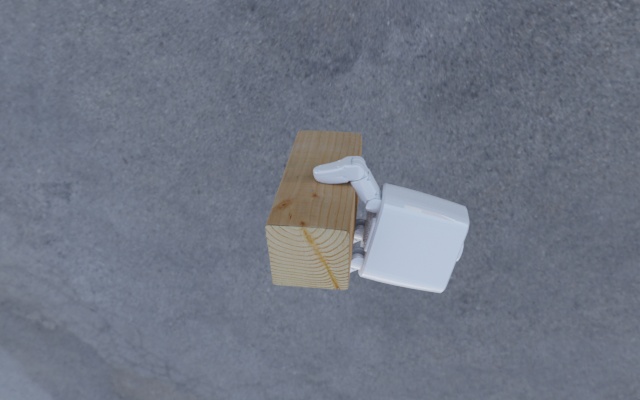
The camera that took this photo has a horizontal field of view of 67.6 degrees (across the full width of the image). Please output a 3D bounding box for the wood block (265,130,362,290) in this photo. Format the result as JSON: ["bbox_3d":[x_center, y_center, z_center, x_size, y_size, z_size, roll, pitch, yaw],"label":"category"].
[{"bbox_3d":[0.000,0.002,0.596,0.090,0.091,0.206,3,37,7],"label":"wood block"}]
